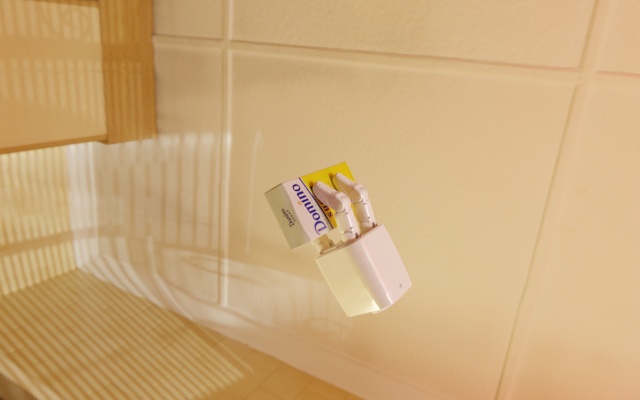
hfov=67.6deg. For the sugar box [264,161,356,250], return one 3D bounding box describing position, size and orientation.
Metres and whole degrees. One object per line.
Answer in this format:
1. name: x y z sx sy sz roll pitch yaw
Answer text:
1. sugar box: 0.001 0.002 0.732 0.048 0.093 0.176 -27 -1 34
